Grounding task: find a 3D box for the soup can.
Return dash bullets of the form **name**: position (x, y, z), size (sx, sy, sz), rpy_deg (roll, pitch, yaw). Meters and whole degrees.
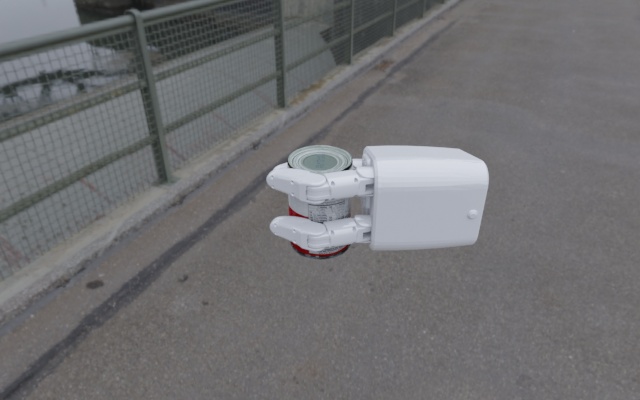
- **soup can**: position (0.000, 0.001, 0.502), size (0.068, 0.102, 0.068), rpy_deg (0, 32, 0)
